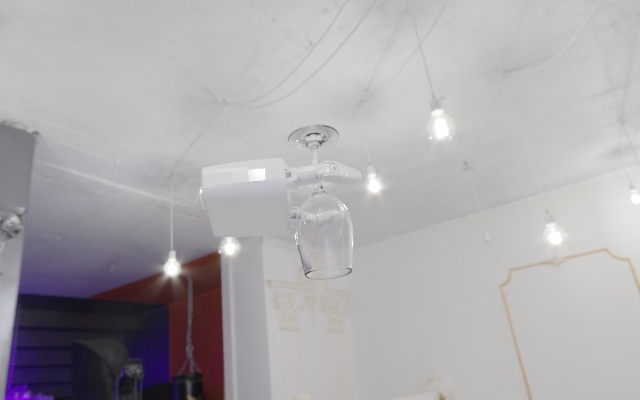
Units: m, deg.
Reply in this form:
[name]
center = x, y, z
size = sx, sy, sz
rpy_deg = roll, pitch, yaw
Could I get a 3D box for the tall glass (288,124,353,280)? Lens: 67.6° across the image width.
[tall glass]
center = 0.000, 0.001, 0.648
size = 0.079, 0.201, 0.079
rpy_deg = -6, -22, -2
